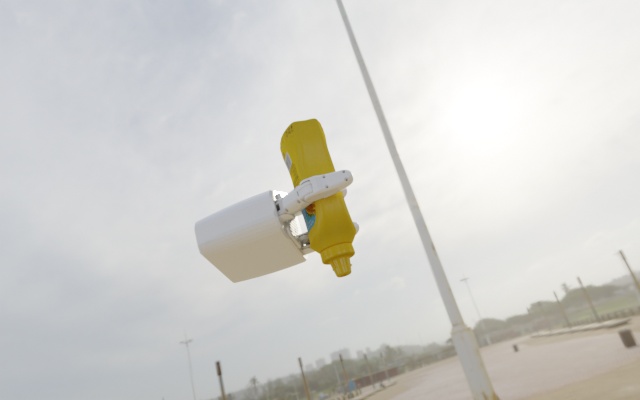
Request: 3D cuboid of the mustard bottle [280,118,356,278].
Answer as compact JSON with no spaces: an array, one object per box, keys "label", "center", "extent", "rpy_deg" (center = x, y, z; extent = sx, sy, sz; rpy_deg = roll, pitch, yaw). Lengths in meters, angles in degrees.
[{"label":"mustard bottle","center":[0.000,0.002,0.589],"extent":[0.058,0.191,0.096],"rpy_deg":[-12,-21,-15]}]
